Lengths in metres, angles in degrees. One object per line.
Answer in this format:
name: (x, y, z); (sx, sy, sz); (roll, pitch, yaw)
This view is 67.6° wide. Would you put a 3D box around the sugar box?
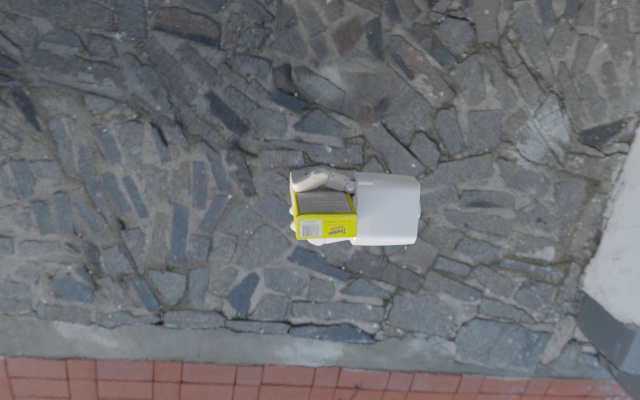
sugar box: (0.000, 0.003, 0.780); (0.093, 0.048, 0.176); (0, 23, -6)
